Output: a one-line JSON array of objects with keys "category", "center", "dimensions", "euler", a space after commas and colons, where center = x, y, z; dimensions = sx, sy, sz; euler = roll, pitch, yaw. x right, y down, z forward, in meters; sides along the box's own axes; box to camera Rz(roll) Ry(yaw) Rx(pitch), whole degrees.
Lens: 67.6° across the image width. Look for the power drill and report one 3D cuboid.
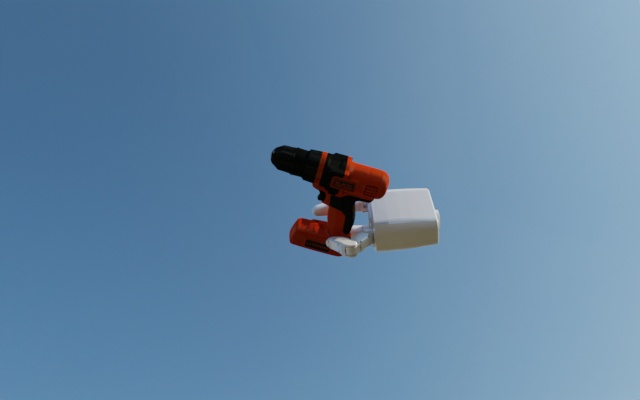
[{"category": "power drill", "center": [0.000, 0.003, 0.773], "dimensions": [0.184, 0.188, 0.057], "euler": [17, 45, 0]}]
